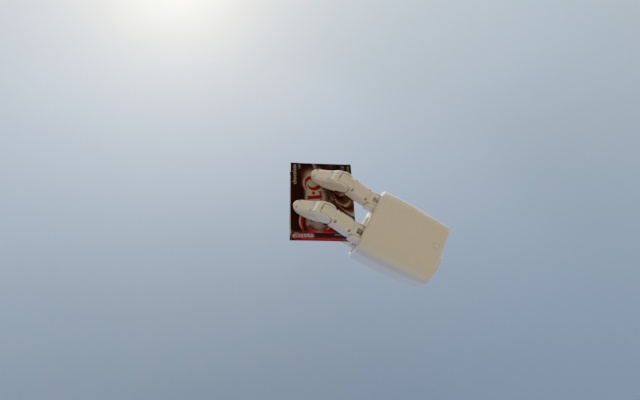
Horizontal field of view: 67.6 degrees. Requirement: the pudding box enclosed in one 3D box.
[{"bbox_3d":[0.000,0.002,0.683,0.090,0.113,0.039,2,-29,-8],"label":"pudding box"}]
